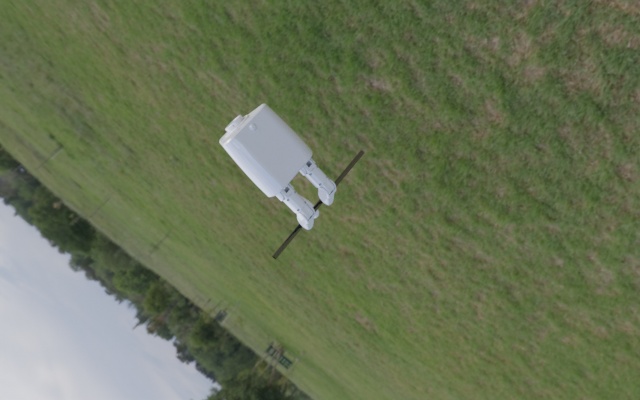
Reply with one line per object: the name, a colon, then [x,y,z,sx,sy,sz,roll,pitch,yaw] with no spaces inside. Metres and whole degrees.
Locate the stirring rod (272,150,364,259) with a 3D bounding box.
stirring rod: [0.000,0.002,0.788,0.011,0.239,0.011,35,-20,15]
